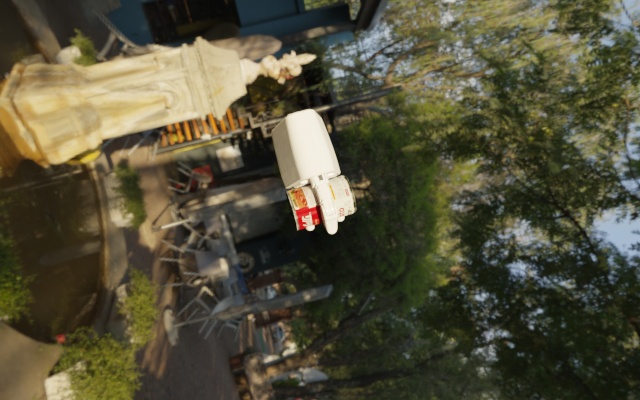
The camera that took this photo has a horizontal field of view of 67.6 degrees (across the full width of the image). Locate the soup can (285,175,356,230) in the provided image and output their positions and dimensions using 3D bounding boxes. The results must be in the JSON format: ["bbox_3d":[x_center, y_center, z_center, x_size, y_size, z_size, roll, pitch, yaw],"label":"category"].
[{"bbox_3d":[0.001,0.003,0.790,0.102,0.068,0.068,-16,2,-8],"label":"soup can"}]
